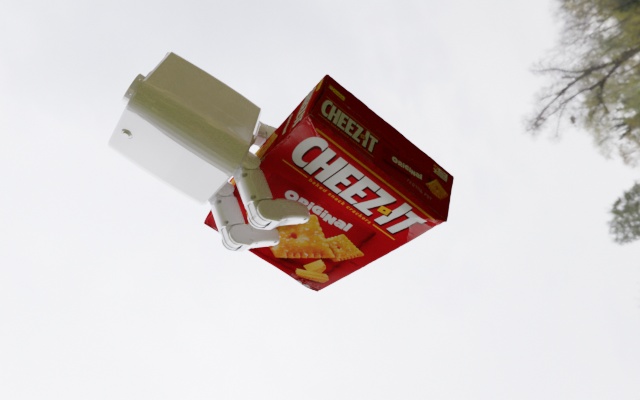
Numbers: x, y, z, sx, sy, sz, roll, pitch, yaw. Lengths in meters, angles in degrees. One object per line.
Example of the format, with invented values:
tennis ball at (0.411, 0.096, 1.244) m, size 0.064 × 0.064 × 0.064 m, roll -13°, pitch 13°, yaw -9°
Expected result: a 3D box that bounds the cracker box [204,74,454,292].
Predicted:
cracker box at (0.000, 0.002, 0.496) m, size 0.164 × 0.072 × 0.214 m, roll 35°, pitch -43°, yaw -17°
